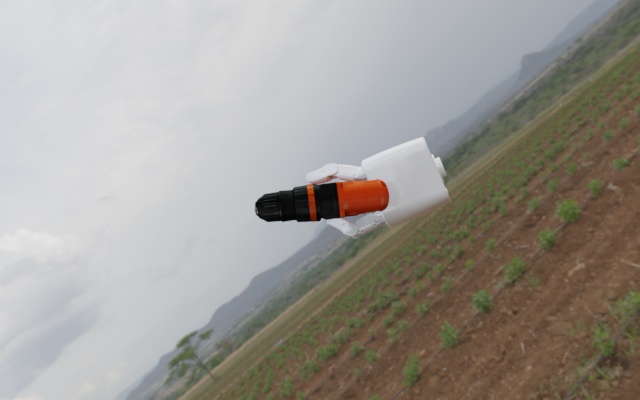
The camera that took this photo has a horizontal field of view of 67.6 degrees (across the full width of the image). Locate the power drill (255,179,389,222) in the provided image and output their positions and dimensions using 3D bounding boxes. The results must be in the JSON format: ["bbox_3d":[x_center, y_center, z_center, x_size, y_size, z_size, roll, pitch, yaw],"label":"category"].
[{"bbox_3d":[0.000,0.002,0.723,0.184,0.057,0.187,-5,2,-2],"label":"power drill"}]
